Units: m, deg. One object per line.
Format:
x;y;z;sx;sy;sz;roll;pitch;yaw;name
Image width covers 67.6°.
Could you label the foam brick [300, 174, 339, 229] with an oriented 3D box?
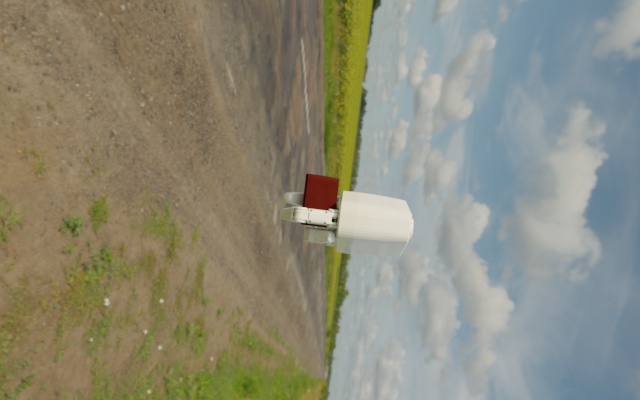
0.000;0.002;0.739;0.051;0.078;0.053;6;-4;3;foam brick
